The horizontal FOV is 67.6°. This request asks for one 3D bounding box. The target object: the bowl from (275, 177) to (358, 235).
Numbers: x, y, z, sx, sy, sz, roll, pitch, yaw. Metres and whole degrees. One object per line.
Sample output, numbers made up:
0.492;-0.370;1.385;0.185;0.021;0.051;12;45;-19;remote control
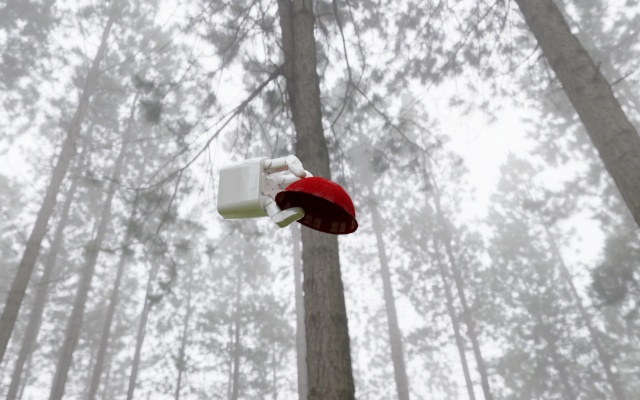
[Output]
0.002;0.003;0.879;0.162;0.055;0.162;18;-23;8;bowl
